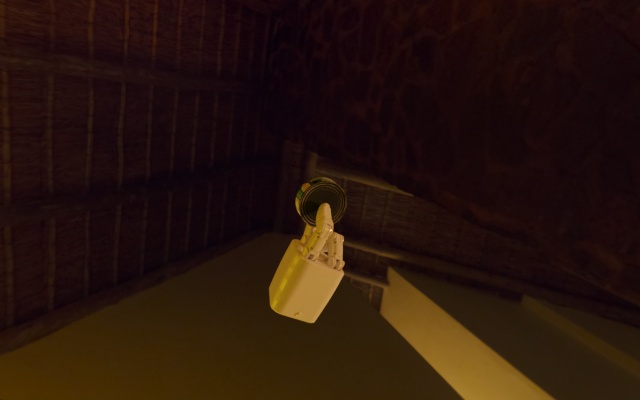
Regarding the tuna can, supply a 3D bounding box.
[{"bbox_3d":[0.000,0.002,0.832,0.086,0.086,0.033,0,20,-19],"label":"tuna can"}]
